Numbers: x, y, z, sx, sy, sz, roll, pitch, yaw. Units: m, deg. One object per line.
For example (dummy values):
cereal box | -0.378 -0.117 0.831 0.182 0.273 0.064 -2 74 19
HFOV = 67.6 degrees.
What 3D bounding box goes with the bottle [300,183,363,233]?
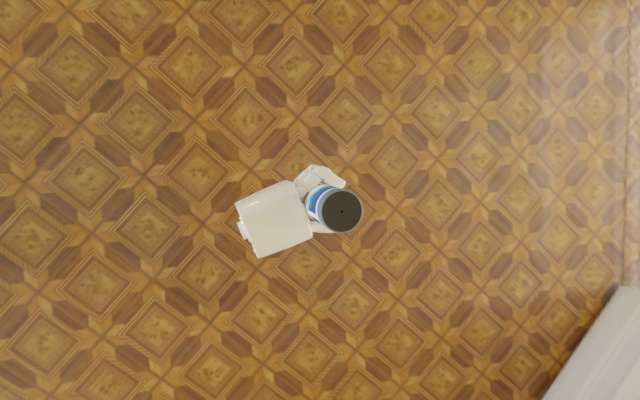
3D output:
bottle | 0.000 0.003 0.858 0.069 0.069 0.295 0 5 -13
